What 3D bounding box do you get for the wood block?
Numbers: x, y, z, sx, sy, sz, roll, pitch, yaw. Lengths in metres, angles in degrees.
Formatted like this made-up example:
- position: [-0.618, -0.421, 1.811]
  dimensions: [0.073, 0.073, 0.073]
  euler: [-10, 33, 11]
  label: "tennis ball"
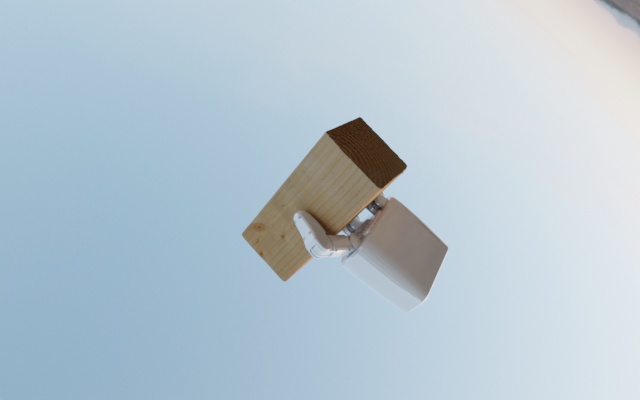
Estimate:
- position: [0.000, 0.002, 0.612]
  dimensions: [0.206, 0.090, 0.090]
  euler: [-47, -7, 36]
  label: "wood block"
